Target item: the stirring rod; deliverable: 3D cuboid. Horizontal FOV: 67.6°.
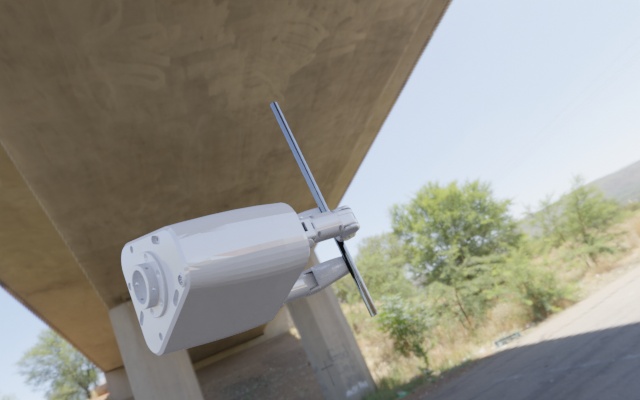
[{"bbox_3d":[0.000,0.002,0.472,0.011,0.239,0.011,-23,-17,-8],"label":"stirring rod"}]
